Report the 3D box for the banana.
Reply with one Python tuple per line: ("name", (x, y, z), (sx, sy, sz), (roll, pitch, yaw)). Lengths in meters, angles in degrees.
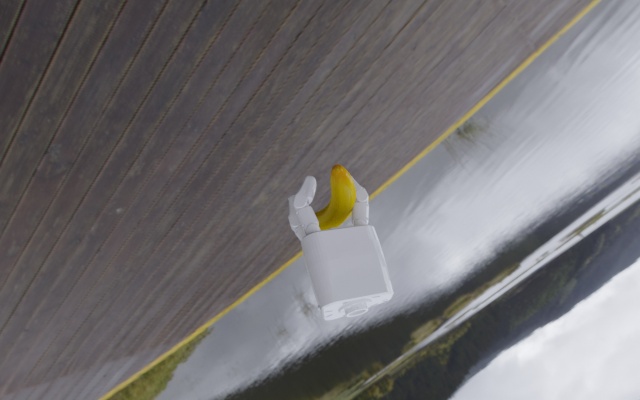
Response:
("banana", (0.016, 0.008, 0.741), (0.069, 0.037, 0.198), (14, -31, -16))
